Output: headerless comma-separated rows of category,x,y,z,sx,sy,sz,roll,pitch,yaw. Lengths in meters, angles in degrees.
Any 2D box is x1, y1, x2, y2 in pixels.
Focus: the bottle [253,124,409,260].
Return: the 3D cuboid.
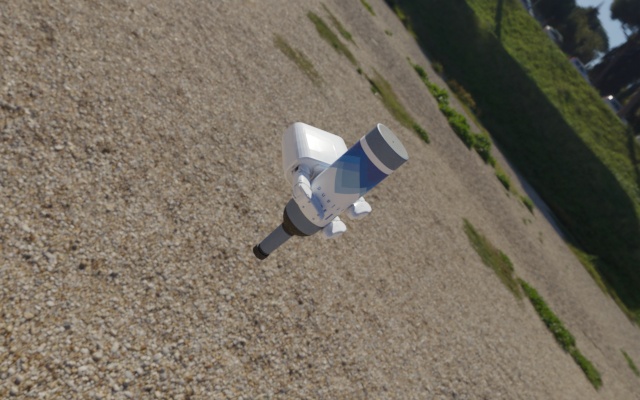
bottle,0.000,0.002,0.734,0.296,0.069,0.069,-40,-19,25
